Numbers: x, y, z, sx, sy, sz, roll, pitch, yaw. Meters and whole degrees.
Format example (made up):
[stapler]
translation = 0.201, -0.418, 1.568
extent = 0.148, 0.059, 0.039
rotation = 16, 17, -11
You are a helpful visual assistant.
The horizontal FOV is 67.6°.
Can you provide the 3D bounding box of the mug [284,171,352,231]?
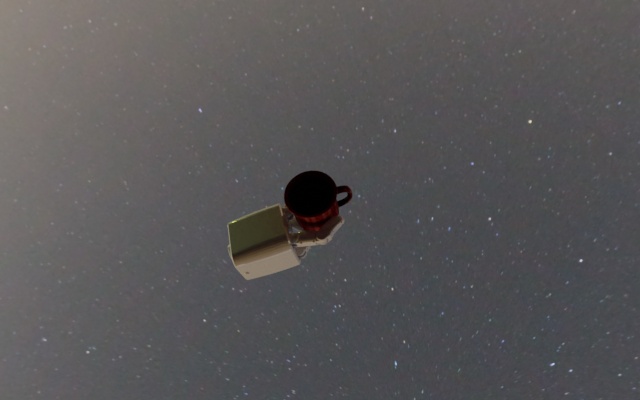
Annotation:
[mug]
translation = 0.002, 0.002, 0.852
extent = 0.117, 0.093, 0.081
rotation = -19, -29, 0
